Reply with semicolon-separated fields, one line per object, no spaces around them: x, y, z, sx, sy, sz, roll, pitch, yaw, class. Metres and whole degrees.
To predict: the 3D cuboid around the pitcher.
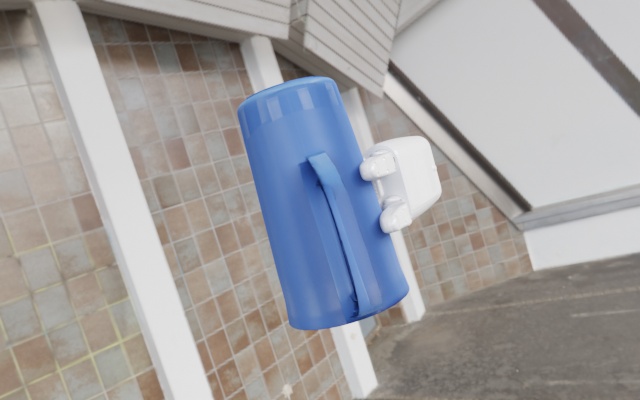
0.000;0.002;0.493;0.149;0.243;0.145;-15;4;36;pitcher
